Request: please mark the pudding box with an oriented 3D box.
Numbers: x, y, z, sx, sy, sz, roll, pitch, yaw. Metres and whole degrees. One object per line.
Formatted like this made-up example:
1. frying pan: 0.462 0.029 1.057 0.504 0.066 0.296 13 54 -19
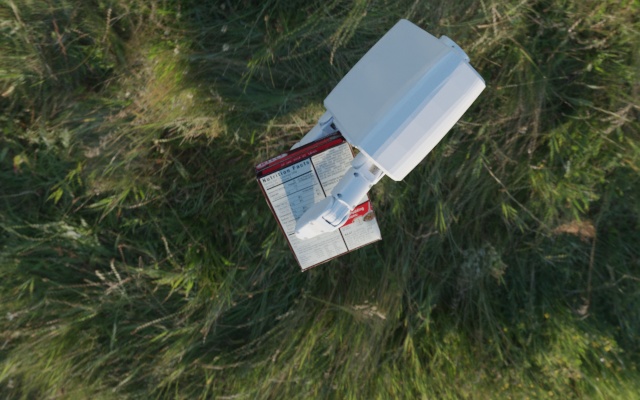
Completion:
1. pudding box: 0.000 0.002 0.454 0.090 0.113 0.039 -22 25 2
